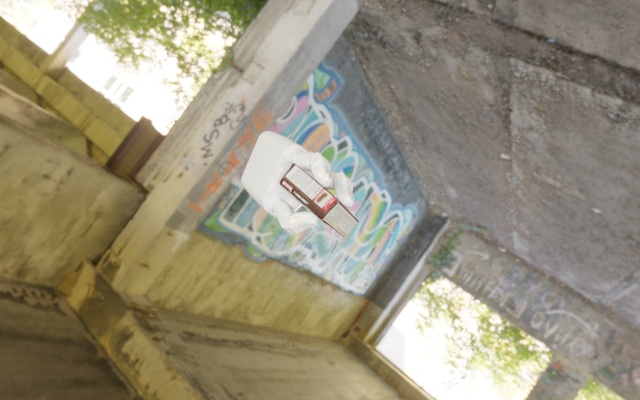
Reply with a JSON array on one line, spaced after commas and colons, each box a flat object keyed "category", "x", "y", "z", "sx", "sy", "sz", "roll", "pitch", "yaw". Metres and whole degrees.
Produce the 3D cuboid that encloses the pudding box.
[{"category": "pudding box", "x": 0.000, "y": 0.002, "z": 0.677, "sx": 0.090, "sy": 0.039, "sz": 0.113, "roll": 40, "pitch": 1, "yaw": 24}]
